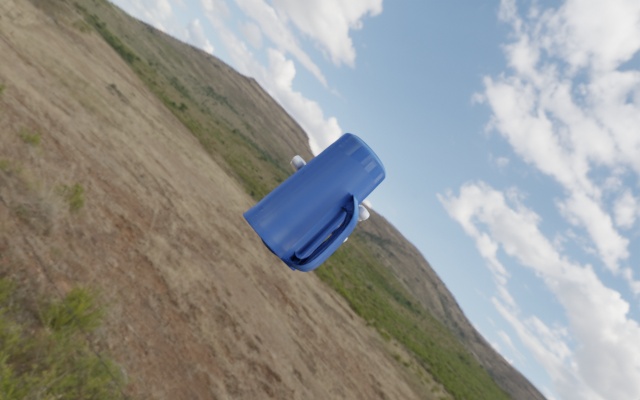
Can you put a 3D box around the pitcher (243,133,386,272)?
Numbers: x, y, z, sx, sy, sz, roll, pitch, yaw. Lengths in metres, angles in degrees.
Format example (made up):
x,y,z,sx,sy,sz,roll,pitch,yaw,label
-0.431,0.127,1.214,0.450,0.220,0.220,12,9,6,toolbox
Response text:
x,y,z,sx,sy,sz,roll,pitch,yaw,label
0.000,0.003,0.829,0.243,0.149,0.145,-42,0,-4,pitcher
